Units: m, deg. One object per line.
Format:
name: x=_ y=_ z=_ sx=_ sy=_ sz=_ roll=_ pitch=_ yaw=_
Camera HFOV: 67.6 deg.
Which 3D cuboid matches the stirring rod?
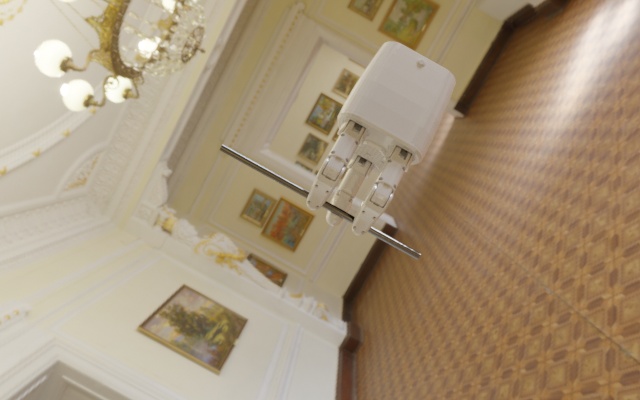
stirring rod: x=0.000 y=0.002 z=0.510 sx=0.239 sy=0.011 sz=0.011 roll=29 pitch=0 yaw=-1
